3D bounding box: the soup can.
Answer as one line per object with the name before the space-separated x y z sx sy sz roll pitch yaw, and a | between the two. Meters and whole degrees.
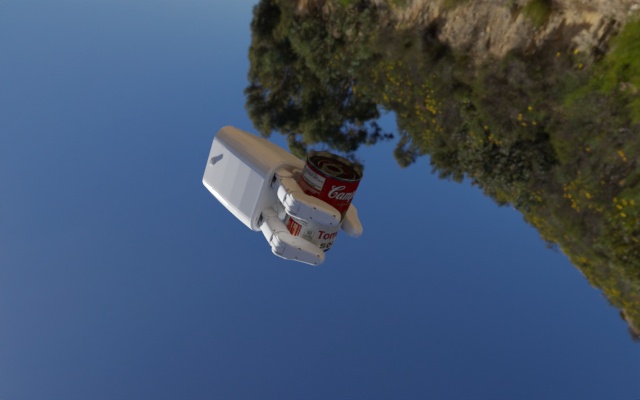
soup can | 0.000 0.002 0.566 0.068 0.102 0.068 18 25 -9
